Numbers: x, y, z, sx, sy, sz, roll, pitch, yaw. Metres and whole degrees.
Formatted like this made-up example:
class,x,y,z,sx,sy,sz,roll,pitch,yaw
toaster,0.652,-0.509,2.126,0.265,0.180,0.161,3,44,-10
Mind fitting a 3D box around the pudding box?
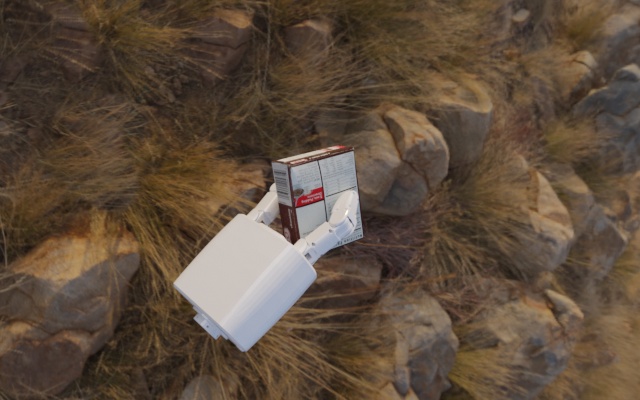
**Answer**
class,x,y,z,sx,sy,sz,roll,pitch,yaw
pudding box,0.000,0.002,0.538,0.090,0.113,0.039,-18,21,-31
